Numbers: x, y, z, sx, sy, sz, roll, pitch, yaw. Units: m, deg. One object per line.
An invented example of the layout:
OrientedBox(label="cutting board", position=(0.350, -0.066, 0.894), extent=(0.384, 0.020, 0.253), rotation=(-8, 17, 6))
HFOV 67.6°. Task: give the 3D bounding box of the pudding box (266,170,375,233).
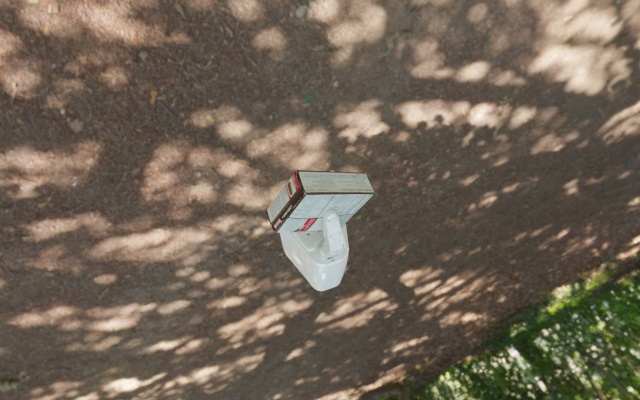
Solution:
OrientedBox(label="pudding box", position=(0.000, 0.002, 0.611), extent=(0.113, 0.039, 0.090), rotation=(-2, -34, -37))
